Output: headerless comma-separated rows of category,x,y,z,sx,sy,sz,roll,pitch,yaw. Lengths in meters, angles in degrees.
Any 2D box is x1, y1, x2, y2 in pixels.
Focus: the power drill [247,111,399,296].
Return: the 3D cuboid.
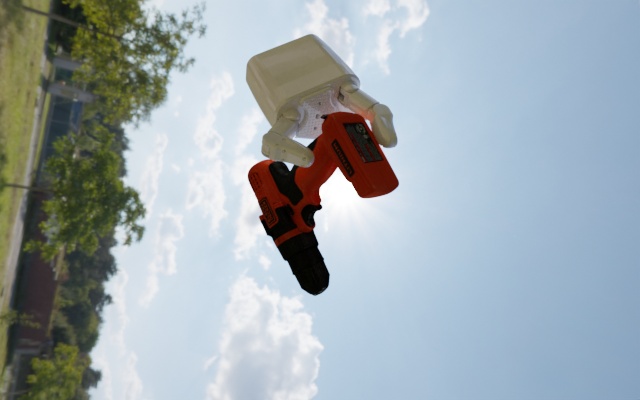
power drill,0.000,0.001,0.557,0.057,0.184,0.188,-15,-17,-48
